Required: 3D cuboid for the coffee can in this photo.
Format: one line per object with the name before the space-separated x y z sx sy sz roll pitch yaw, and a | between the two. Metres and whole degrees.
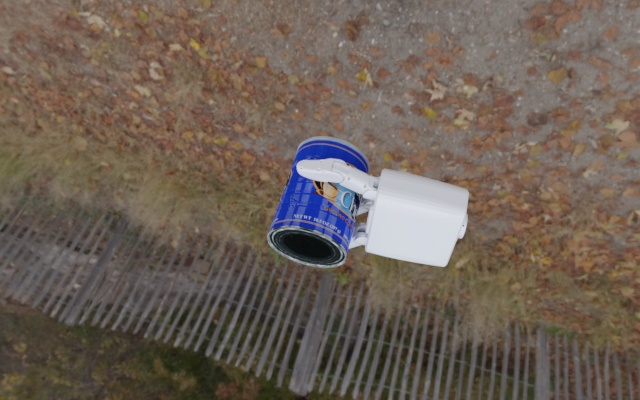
coffee can | 0.000 0.002 0.623 0.103 0.140 0.103 13 -30 7
